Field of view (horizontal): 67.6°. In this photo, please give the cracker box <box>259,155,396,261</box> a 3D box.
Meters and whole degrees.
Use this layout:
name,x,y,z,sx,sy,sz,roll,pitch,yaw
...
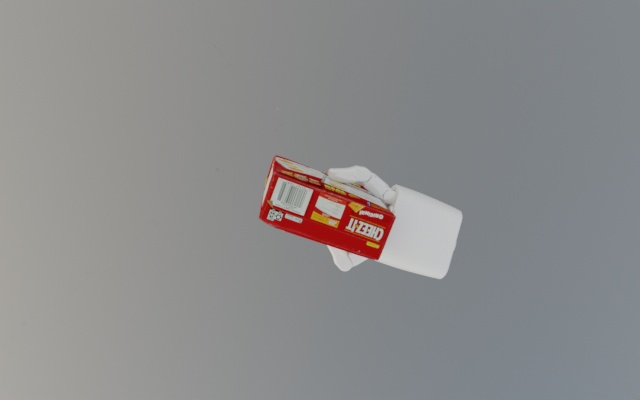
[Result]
name,x,y,z,sx,sy,sz,roll,pitch,yaw
cracker box,0.000,0.002,0.686,0.164,0.072,0.213,19,9,-8
